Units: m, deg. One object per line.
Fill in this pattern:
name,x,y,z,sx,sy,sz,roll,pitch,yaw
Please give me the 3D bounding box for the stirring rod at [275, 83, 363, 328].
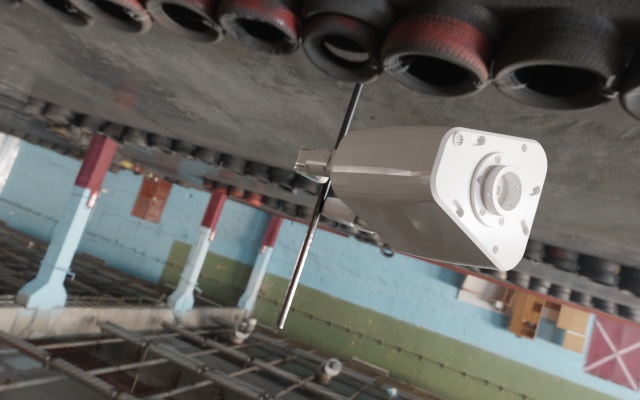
stirring rod,0.000,0.001,0.448,0.011,0.239,0.011,18,-6,2
